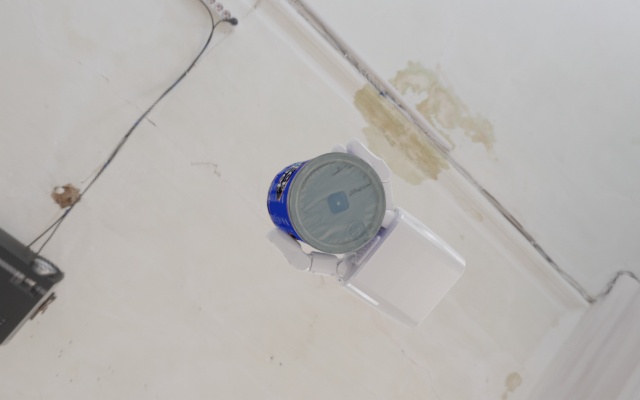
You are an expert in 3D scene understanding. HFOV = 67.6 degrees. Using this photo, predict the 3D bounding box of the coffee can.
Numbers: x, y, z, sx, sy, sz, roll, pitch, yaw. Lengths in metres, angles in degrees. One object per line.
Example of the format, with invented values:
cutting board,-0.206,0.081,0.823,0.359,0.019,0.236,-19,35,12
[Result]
coffee can,0.000,0.002,0.543,0.103,0.103,0.140,0,1,-15
